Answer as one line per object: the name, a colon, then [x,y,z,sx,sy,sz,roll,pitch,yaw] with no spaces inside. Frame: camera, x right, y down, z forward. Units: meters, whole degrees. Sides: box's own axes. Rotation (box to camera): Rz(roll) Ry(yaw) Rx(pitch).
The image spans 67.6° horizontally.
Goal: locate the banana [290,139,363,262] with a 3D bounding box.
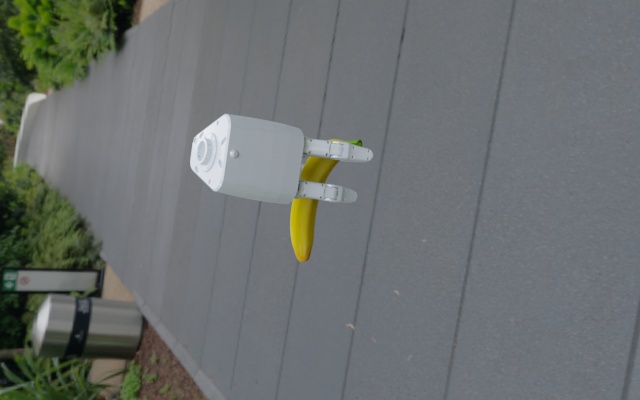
banana: [-0.009,-0.009,0.687,0.037,0.198,0.069,8,22,-40]
